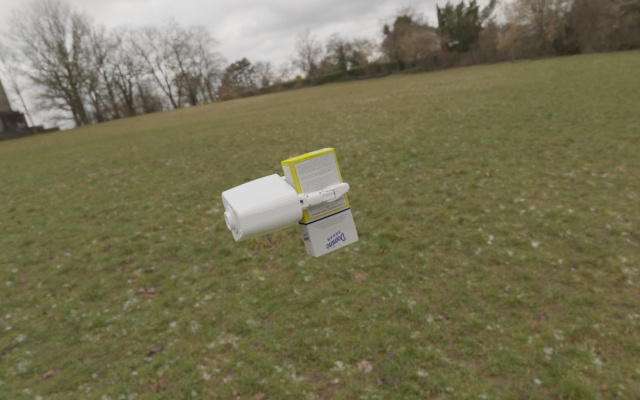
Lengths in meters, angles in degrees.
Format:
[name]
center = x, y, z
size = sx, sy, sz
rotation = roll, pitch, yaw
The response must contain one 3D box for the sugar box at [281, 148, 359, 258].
[sugar box]
center = 0.000, 0.003, 0.849
size = 0.093, 0.176, 0.048
rotation = -19, 13, -23
